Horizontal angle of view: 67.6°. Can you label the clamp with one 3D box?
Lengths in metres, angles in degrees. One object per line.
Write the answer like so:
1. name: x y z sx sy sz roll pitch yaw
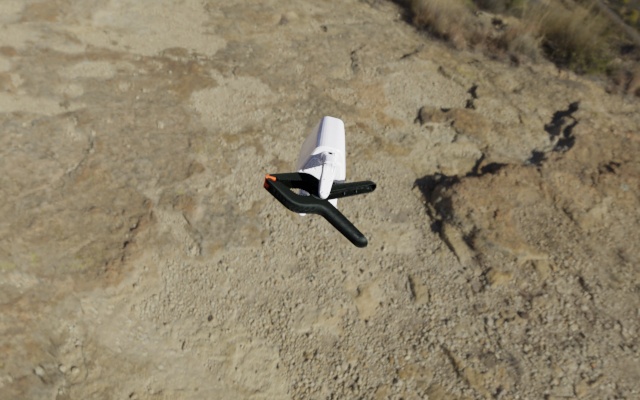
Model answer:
1. clamp: 0.000 0.002 0.848 0.210 0.036 0.164 13 42 -7
